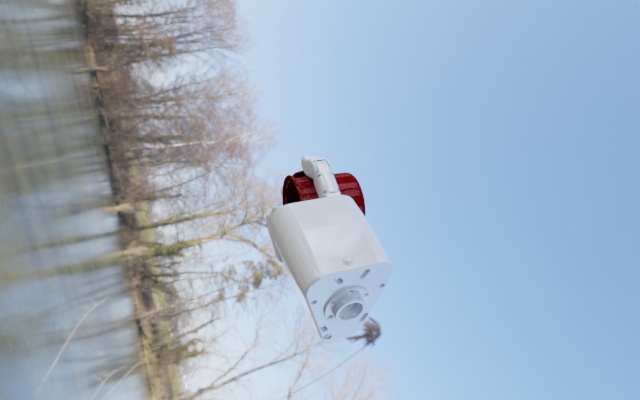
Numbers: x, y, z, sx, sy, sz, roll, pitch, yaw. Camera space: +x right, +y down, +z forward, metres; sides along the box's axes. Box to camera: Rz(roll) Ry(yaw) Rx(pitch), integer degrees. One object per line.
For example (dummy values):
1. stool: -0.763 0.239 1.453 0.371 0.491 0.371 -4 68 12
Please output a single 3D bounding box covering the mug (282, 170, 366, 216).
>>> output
1. mug: 0.000 0.001 0.603 0.081 0.093 0.117 -9 43 -18
